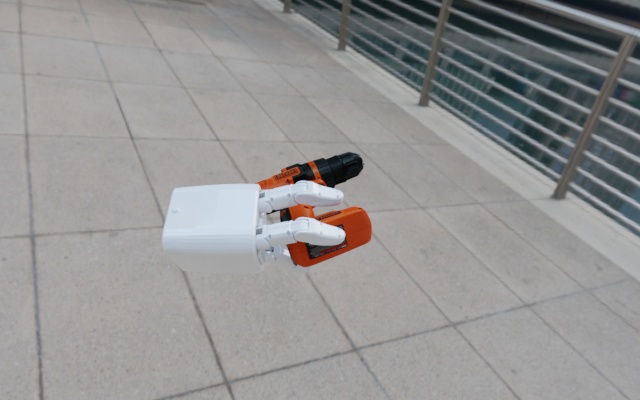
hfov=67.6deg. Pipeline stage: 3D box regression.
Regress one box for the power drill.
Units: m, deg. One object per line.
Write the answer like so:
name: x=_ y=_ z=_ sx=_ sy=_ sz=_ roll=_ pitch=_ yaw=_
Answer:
power drill: x=0.000 y=0.002 z=0.653 sx=0.184 sy=0.057 sz=0.187 roll=-22 pitch=31 yaw=-8
